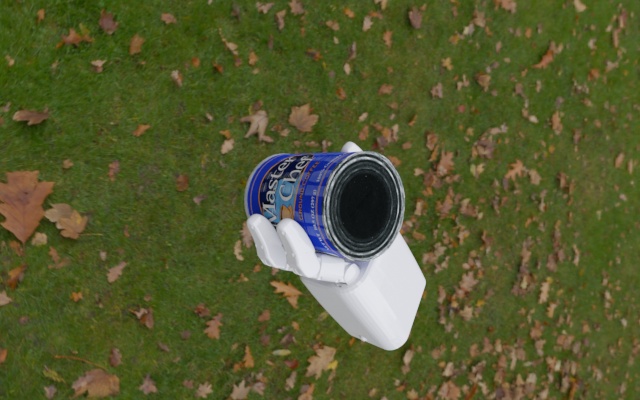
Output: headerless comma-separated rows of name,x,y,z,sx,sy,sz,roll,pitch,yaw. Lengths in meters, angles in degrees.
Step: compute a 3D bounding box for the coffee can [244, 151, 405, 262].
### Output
coffee can,0.000,0.001,0.492,0.103,0.103,0.140,0,3,-38
